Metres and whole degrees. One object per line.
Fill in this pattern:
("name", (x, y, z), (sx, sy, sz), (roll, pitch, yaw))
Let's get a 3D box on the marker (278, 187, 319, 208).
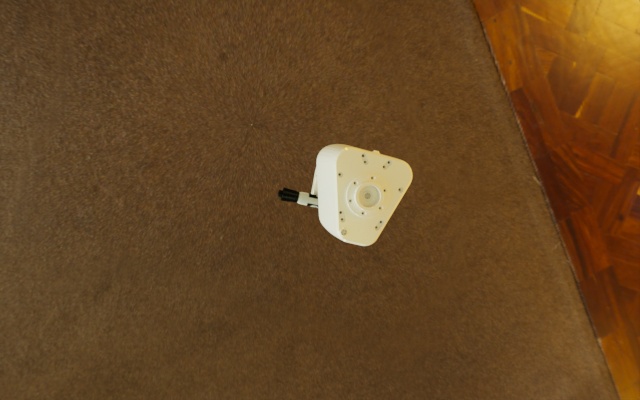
("marker", (0.000, 0.002, 0.666), (0.121, 0.020, 0.020), (12, -2, -10))
